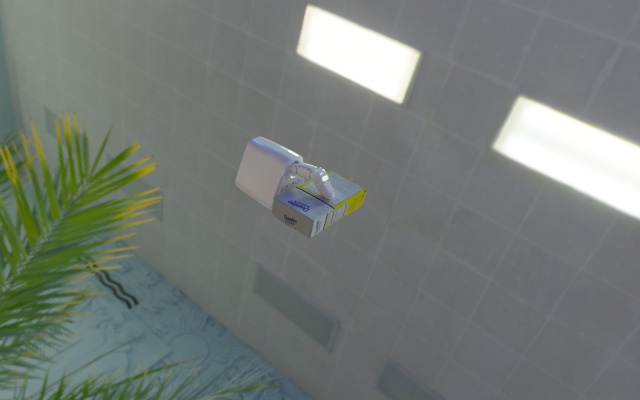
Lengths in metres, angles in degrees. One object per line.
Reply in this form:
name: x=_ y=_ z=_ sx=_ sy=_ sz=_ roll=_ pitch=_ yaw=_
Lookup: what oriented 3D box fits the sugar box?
sugar box: x=0.000 y=0.003 z=0.894 sx=0.093 sy=0.048 sz=0.176 roll=30 pitch=37 yaw=26
